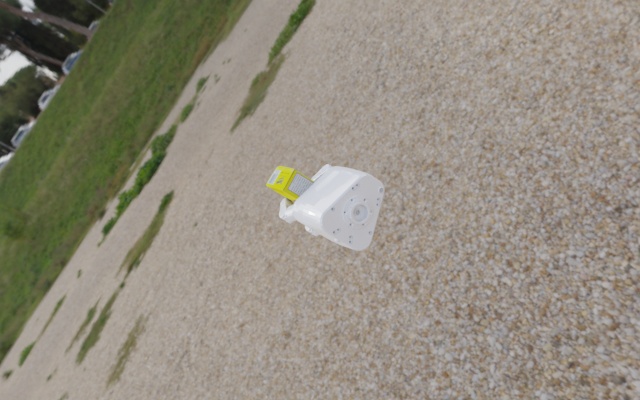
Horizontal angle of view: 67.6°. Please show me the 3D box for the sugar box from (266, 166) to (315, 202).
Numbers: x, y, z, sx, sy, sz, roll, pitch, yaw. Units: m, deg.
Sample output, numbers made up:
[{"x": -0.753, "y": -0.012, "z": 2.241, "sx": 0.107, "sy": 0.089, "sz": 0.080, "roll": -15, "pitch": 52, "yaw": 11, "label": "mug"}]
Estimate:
[{"x": 0.000, "y": 0.003, "z": 0.825, "sx": 0.176, "sy": 0.048, "sz": 0.093, "roll": 33, "pitch": -6, "yaw": -24, "label": "sugar box"}]
